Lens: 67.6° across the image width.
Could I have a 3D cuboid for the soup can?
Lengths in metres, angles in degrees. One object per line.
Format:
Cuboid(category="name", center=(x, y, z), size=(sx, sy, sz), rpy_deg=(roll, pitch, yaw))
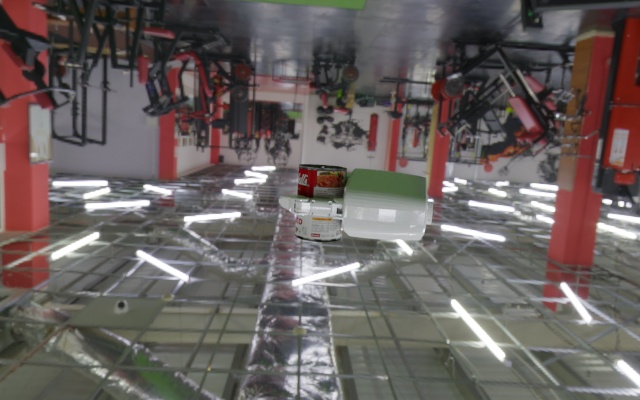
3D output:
Cuboid(category="soup can", center=(0.000, 0.002, 0.674), size=(0.068, 0.102, 0.068), rpy_deg=(4, 8, -1))
